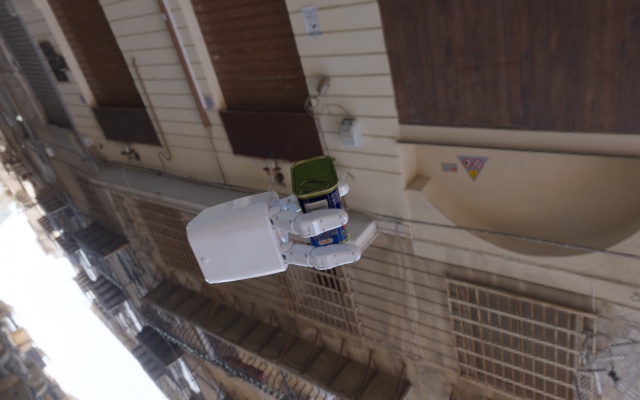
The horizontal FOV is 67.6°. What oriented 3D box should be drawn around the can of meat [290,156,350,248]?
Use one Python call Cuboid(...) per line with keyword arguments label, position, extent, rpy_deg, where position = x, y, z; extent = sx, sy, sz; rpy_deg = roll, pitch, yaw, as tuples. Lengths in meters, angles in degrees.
Cuboid(label="can of meat", position=(0.000, 0.002, 0.617), extent=(0.057, 0.084, 0.102), rpy_deg=(-14, 28, 1))
